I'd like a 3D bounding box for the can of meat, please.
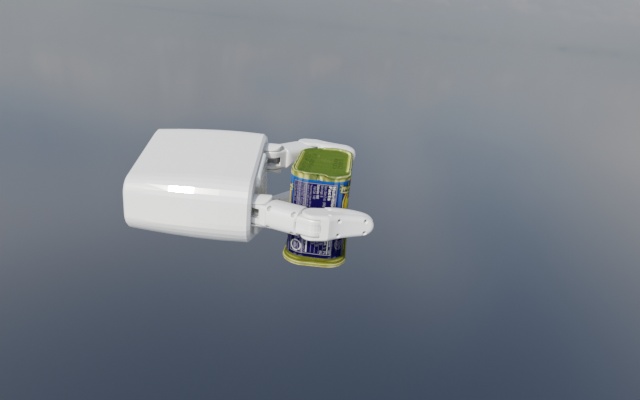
[{"bbox_3d":[0.000,0.001,0.448,0.057,0.084,0.102,6,20,3],"label":"can of meat"}]
